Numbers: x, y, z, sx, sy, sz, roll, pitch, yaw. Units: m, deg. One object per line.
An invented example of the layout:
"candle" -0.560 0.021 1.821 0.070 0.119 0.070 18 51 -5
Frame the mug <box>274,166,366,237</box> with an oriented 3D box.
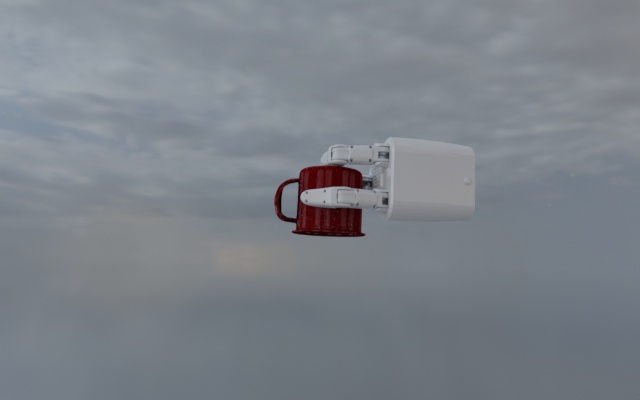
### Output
"mug" -0.001 0.002 0.602 0.117 0.081 0.093 4 -7 -11
